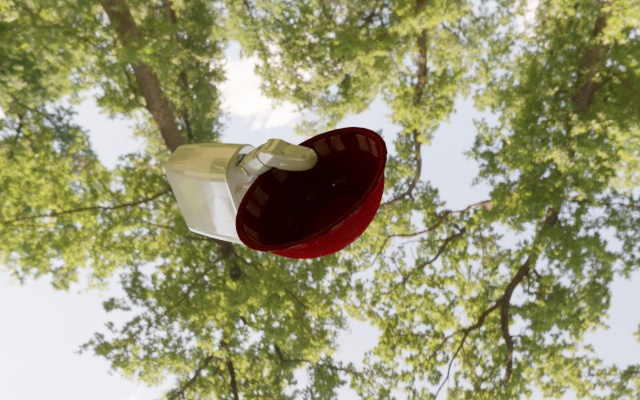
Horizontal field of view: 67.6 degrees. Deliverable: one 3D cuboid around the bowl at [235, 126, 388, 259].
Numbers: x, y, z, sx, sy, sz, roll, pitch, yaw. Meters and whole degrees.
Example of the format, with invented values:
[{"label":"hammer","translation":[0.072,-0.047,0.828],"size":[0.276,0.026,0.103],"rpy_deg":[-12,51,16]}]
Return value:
[{"label":"bowl","translation":[0.001,0.002,0.456],"size":[0.162,0.162,0.055],"rpy_deg":[0,-44,43]}]
